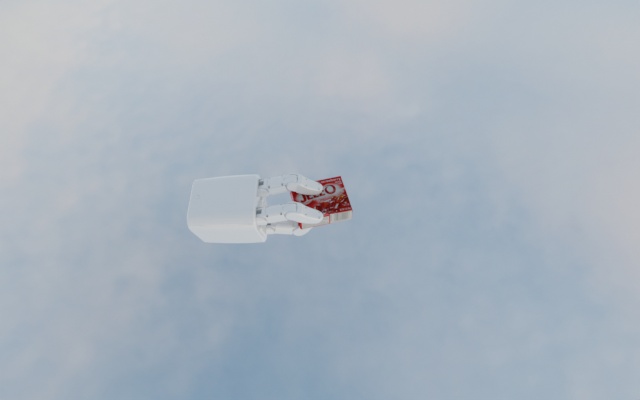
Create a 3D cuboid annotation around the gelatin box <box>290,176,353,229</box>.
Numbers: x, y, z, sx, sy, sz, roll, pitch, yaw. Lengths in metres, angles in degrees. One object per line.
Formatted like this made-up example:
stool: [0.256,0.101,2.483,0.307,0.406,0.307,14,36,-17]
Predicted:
gelatin box: [0.000,0.003,0.775,0.089,0.073,0.030,-11,-37,-8]
